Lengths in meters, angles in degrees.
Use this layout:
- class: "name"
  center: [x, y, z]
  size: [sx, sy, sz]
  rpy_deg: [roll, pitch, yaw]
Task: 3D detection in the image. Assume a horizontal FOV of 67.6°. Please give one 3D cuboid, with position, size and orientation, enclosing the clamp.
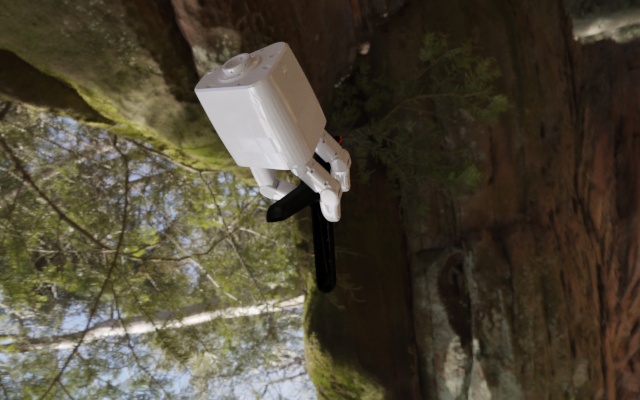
- class: "clamp"
  center: [-0.001, 0.002, 0.615]
  size: [0.036, 0.165, 0.209]
  rpy_deg: [-5, 42, 23]
